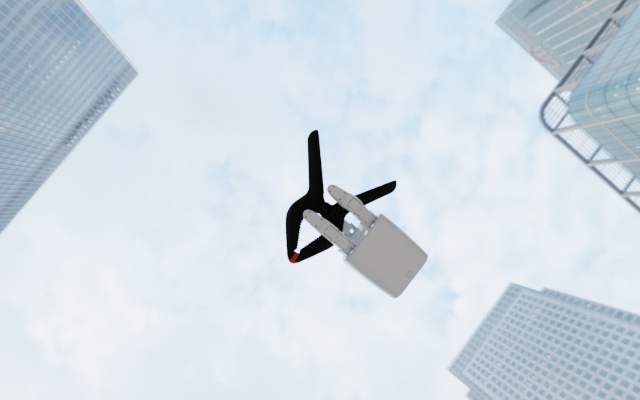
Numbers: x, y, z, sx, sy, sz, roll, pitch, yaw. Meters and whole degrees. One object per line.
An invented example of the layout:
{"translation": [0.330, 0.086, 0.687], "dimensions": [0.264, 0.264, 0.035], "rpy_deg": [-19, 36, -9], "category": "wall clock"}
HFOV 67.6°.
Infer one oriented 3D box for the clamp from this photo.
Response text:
{"translation": [0.000, 0.003, 0.766], "dimensions": [0.164, 0.210, 0.036], "rpy_deg": [39, -5, -4], "category": "clamp"}
